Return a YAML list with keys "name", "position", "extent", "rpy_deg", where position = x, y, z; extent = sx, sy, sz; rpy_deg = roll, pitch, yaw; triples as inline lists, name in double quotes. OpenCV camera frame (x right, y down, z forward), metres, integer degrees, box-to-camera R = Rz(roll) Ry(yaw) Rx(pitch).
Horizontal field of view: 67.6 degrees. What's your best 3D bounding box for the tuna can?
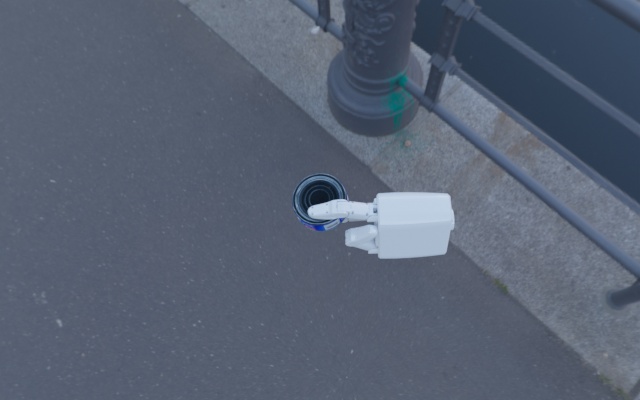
- name: "tuna can"
  position: [0.000, 0.002, 0.733]
  extent: [0.086, 0.086, 0.034]
  rpy_deg: [0, -20, 9]
